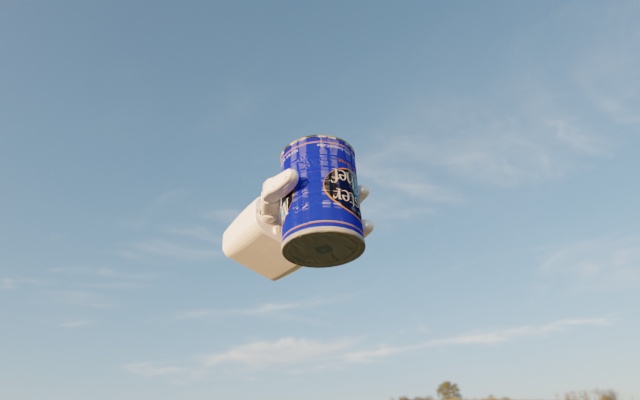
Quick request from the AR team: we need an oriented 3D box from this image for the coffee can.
[{"bbox_3d":[0.000,0.002,0.614,0.103,0.140,0.103,-3,-31,-2],"label":"coffee can"}]
